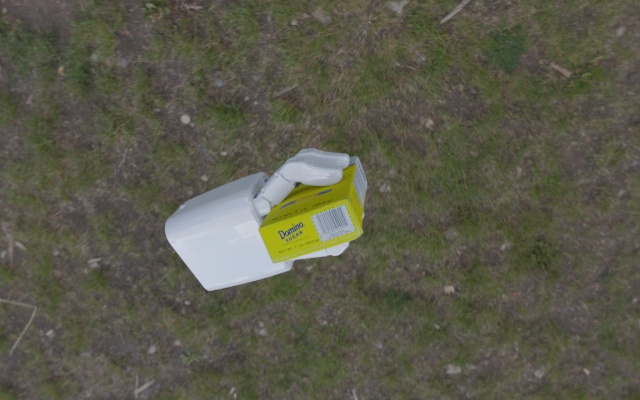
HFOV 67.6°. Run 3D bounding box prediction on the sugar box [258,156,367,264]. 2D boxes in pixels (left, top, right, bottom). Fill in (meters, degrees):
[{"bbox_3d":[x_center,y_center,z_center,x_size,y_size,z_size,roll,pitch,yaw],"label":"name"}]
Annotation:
[{"bbox_3d":[0.000,0.001,0.520,0.093,0.048,0.176,-18,17,12],"label":"sugar box"}]
